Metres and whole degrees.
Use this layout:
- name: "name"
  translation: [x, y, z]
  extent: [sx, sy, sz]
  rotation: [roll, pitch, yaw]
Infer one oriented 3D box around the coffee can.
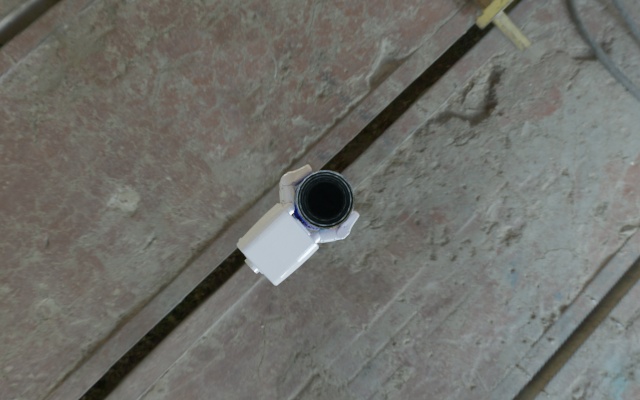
- name: "coffee can"
  translation: [0.000, 0.003, 0.885]
  extent: [0.103, 0.103, 0.140]
  rotation: [0, -4, -7]
